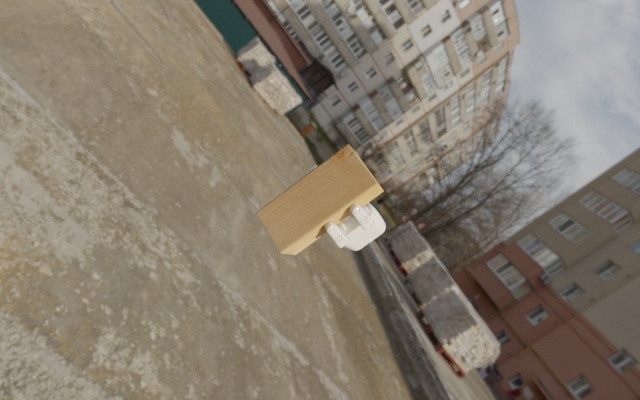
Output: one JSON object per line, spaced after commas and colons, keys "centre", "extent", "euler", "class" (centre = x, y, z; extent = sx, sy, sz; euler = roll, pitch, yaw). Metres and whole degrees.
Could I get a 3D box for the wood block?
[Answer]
{"centre": [0.000, 0.003, 0.865], "extent": [0.206, 0.090, 0.090], "euler": [-37, -15, 8], "class": "wood block"}
